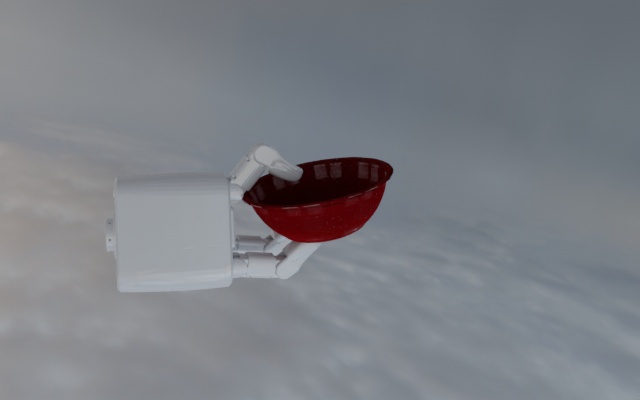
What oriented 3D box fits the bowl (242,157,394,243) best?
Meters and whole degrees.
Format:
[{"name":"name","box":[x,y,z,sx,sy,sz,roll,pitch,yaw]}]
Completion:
[{"name":"bowl","box":[0.001,0.002,0.511,0.162,0.055,0.162,-10,19,3]}]
